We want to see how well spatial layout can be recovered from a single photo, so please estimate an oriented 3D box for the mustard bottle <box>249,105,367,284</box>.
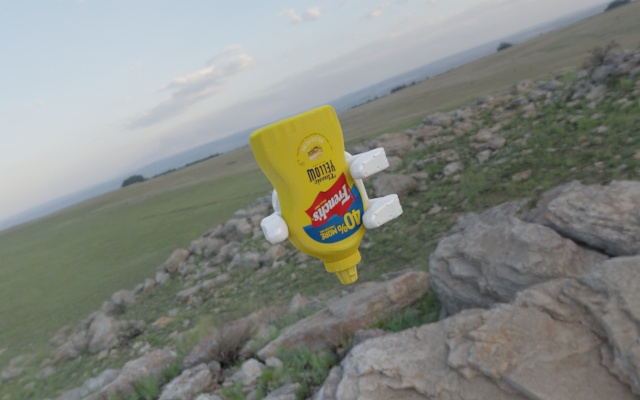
[{"bbox_3d":[0.000,0.001,0.517,0.096,0.192,0.058,-26,12,-29],"label":"mustard bottle"}]
